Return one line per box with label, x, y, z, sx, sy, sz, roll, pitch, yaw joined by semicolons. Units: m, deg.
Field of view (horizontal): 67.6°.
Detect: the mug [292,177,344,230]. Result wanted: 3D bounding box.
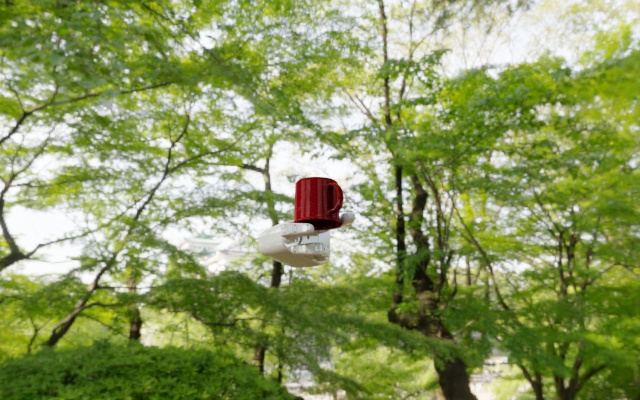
mug;0.001;0.002;0.867;0.093;0.081;0.117;11;-19;-34
